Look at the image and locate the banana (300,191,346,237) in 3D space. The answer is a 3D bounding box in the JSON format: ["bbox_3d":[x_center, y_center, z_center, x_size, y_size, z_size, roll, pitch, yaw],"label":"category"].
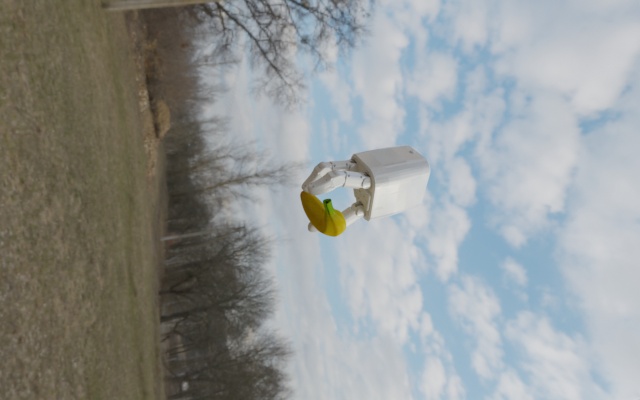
[{"bbox_3d":[0.005,0.021,0.756,0.037,0.069,0.198,-16,8,-12],"label":"banana"}]
